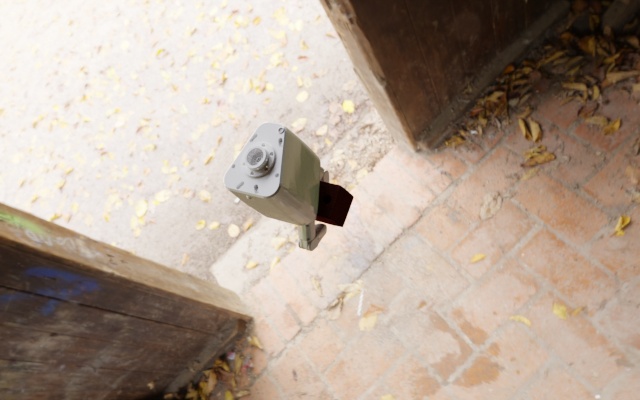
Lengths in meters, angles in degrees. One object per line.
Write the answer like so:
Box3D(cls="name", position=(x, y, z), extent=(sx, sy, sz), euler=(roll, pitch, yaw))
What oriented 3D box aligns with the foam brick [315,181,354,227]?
Box3D(cls="foam brick", position=(0.000, 0.002, 0.718), extent=(0.078, 0.053, 0.051), euler=(13, -13, 28))
